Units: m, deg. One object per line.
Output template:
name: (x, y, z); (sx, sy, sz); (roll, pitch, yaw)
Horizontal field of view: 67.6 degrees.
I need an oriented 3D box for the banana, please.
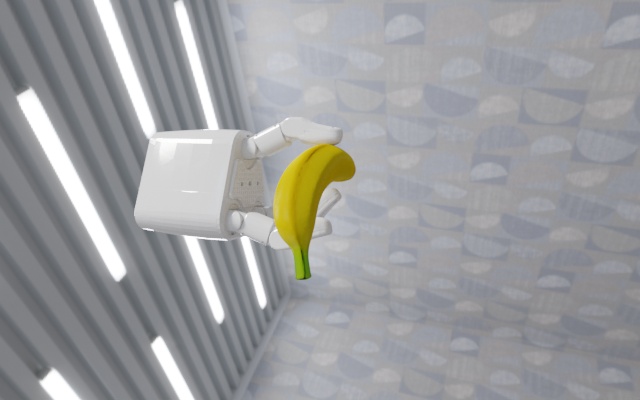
banana: (-0.004, -0.014, 0.428); (0.037, 0.070, 0.197); (0, 28, 18)
